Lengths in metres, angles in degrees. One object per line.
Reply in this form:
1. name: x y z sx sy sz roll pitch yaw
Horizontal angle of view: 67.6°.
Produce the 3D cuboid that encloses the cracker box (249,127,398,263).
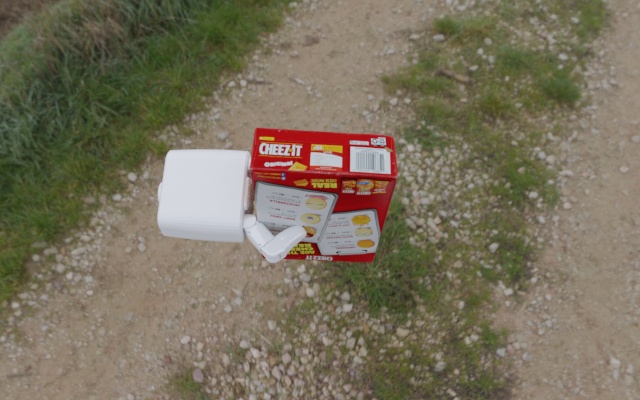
1. cracker box: 0.000 0.002 0.620 0.164 0.072 0.214 3 -33 -1
